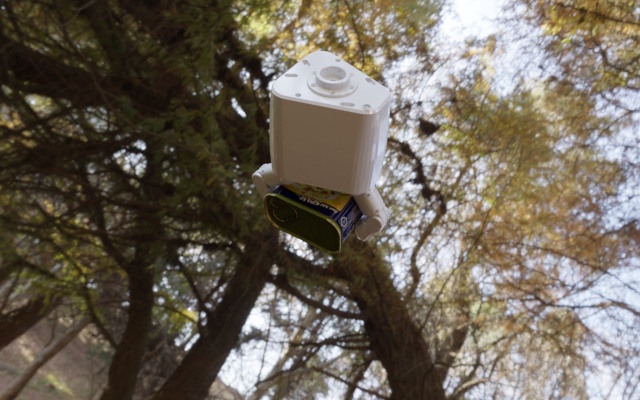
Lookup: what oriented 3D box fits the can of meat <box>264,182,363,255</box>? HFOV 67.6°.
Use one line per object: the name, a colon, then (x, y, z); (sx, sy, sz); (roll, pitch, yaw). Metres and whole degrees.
can of meat: (0.000, 0.002, 0.556); (0.102, 0.057, 0.084); (24, 52, 22)
